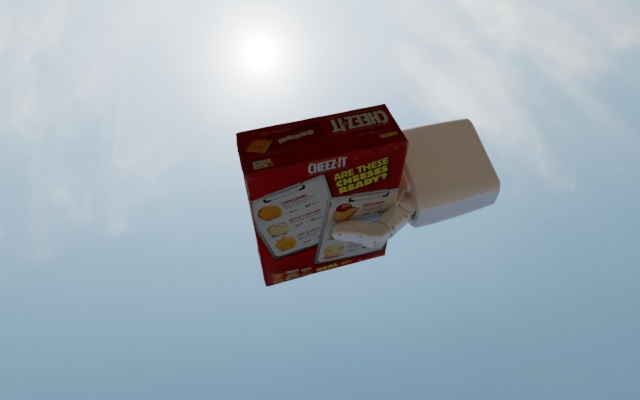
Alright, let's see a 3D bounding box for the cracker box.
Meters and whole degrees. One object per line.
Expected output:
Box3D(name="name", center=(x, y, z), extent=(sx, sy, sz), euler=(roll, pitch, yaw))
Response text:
Box3D(name="cracker box", center=(0.000, 0.002, 0.551), extent=(0.164, 0.072, 0.214), euler=(-13, -37, -10))
